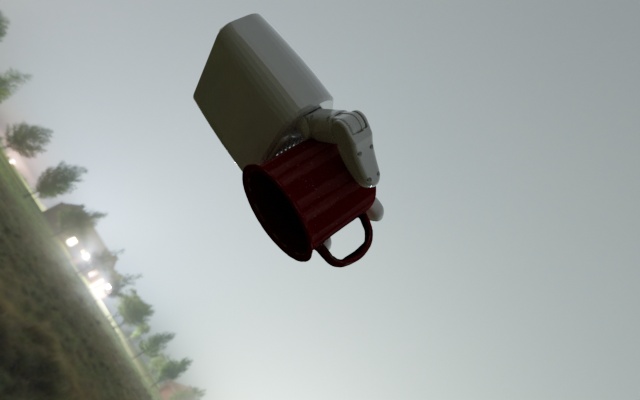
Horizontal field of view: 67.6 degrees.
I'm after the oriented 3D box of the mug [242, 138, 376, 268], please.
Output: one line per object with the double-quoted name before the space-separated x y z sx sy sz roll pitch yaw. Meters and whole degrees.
"mug" 0.001 0.002 0.406 0.081 0.117 0.093 -33 -10 -25
